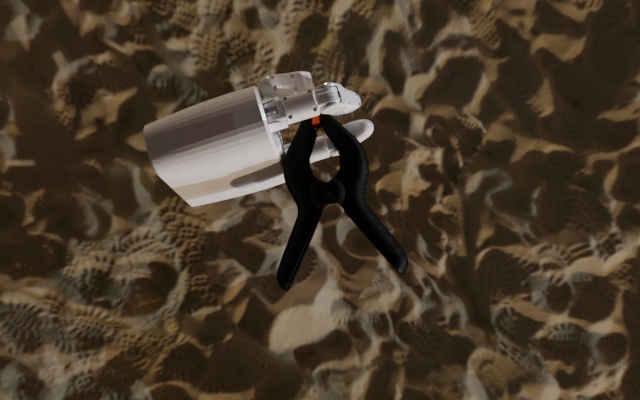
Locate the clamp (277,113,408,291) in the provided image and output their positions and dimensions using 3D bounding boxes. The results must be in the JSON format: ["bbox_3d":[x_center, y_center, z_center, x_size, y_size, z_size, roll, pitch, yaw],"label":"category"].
[{"bbox_3d":[0.000,0.001,0.440,0.120,0.171,0.039,-17,-5,1],"label":"clamp"}]
